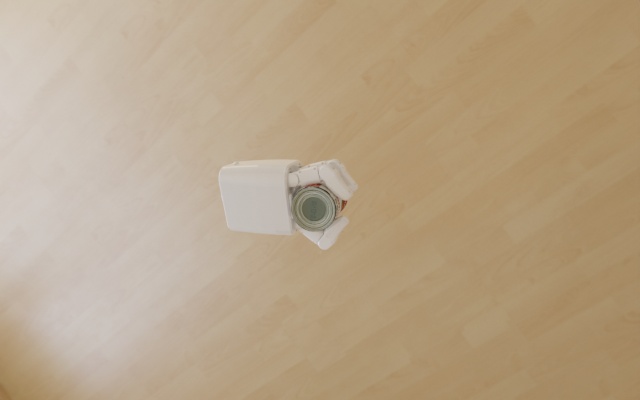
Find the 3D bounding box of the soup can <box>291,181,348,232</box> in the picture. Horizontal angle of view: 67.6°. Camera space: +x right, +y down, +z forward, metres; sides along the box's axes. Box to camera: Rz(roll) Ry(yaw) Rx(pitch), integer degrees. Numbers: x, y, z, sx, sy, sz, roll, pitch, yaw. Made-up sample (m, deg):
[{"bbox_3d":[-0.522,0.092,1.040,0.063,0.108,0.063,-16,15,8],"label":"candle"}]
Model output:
[{"bbox_3d":[0.001,0.003,0.719,0.068,0.068,0.102,0,12,13],"label":"soup can"}]
